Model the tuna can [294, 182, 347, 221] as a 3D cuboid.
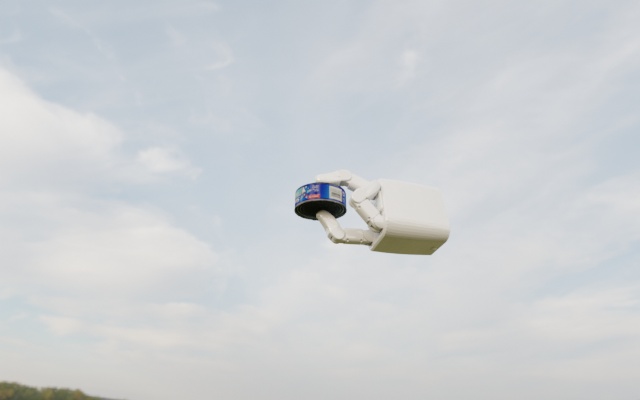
[{"bbox_3d":[0.000,0.002,0.781,0.086,0.033,0.086,0,-24,0],"label":"tuna can"}]
